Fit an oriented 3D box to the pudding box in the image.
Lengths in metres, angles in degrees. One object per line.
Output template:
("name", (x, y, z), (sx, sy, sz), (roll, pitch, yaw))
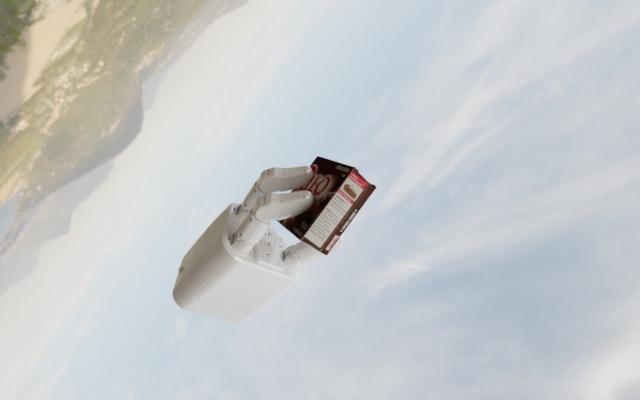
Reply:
("pudding box", (0.000, 0.002, 0.515), (0.039, 0.090, 0.113), (37, -3, -24))
